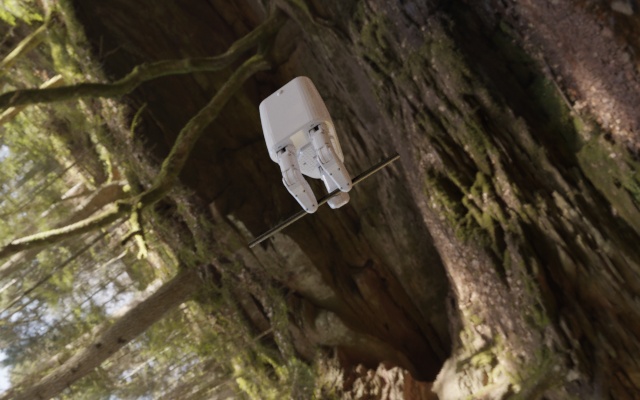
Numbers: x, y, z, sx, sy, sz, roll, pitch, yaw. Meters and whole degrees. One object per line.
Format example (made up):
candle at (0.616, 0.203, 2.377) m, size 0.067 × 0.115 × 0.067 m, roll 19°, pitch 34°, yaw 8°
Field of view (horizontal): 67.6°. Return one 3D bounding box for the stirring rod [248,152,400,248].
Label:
stirring rod at (0.000, 0.002, 0.637) m, size 0.239 × 0.011 × 0.011 m, roll -31°, pitch -9°, yaw 15°
